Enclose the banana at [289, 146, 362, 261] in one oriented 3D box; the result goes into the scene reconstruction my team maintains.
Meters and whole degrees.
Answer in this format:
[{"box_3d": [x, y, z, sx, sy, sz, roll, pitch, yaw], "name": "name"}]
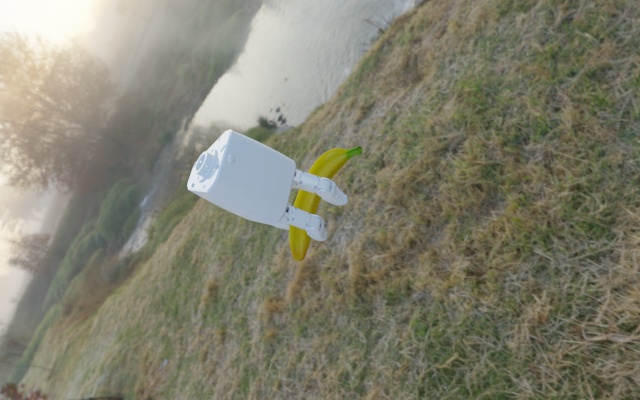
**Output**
[{"box_3d": [-0.008, -0.004, 0.736, 0.037, 0.198, 0.069, 30, -5, -35], "name": "banana"}]
